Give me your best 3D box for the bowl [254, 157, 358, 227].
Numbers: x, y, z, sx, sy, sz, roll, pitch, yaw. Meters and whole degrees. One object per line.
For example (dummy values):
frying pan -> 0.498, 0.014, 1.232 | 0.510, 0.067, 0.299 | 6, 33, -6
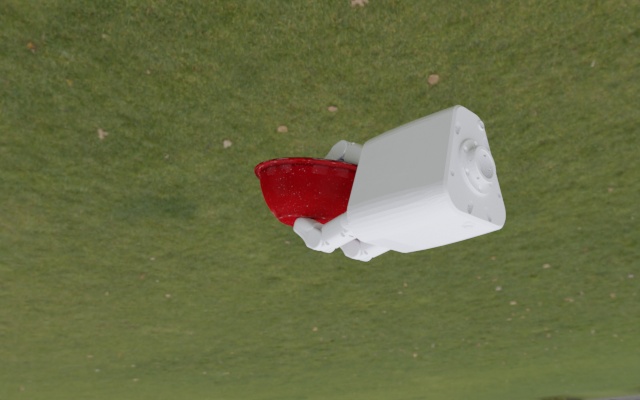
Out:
bowl -> -0.001, 0.002, 0.549 | 0.162, 0.055, 0.162 | 7, -13, 2
